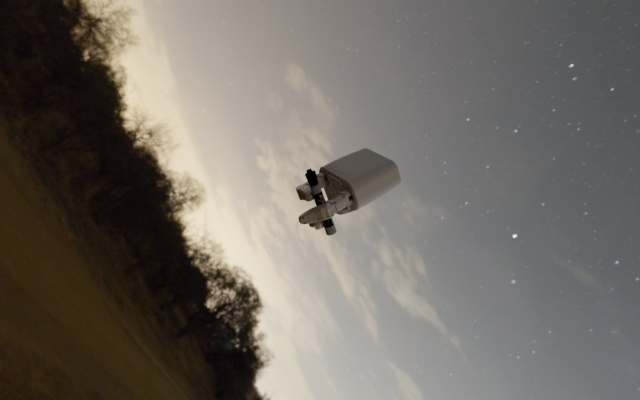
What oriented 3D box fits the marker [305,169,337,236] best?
[{"bbox_3d":[0.000,0.003,0.808,0.020,0.121,0.020,-18,19,6],"label":"marker"}]
